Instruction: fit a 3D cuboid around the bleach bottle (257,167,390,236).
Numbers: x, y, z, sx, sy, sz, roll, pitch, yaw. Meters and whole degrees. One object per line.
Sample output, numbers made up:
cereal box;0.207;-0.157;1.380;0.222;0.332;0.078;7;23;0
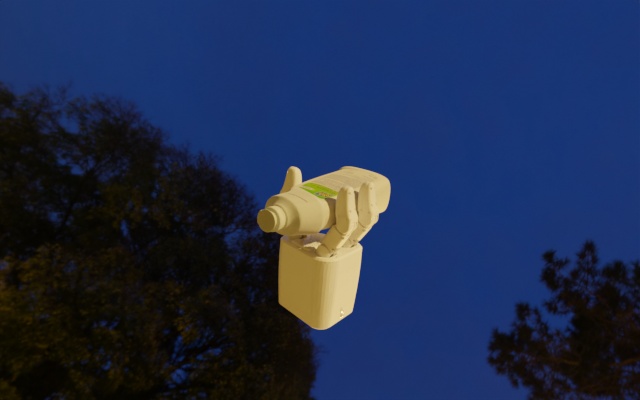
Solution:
bleach bottle;0.000;0.002;0.673;0.102;0.068;0.251;16;18;32
